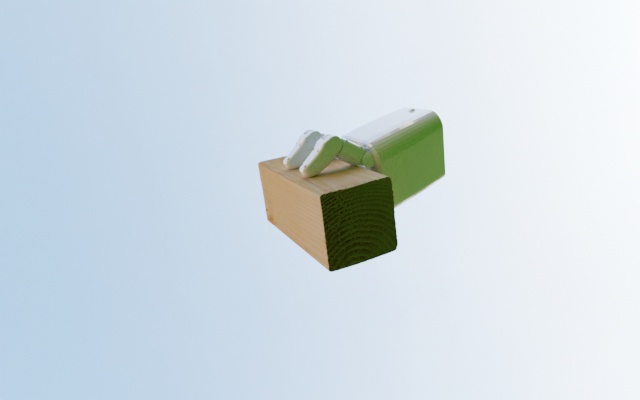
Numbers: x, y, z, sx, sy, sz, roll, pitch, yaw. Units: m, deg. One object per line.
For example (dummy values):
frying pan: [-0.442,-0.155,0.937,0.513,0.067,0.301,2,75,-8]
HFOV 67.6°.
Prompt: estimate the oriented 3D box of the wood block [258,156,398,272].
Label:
wood block: [0.000,0.002,0.603,0.090,0.091,0.206,-16,19,-21]
